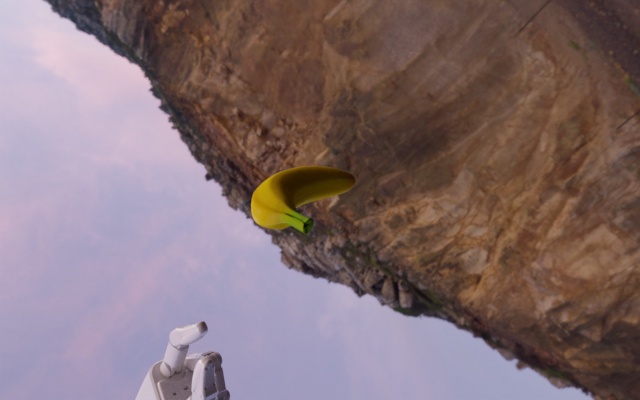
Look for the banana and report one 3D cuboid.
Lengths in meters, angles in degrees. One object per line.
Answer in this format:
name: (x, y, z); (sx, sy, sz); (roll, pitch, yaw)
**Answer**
banana: (-0.018, -0.005, 0.449); (0.069, 0.037, 0.197); (22, 19, 8)
